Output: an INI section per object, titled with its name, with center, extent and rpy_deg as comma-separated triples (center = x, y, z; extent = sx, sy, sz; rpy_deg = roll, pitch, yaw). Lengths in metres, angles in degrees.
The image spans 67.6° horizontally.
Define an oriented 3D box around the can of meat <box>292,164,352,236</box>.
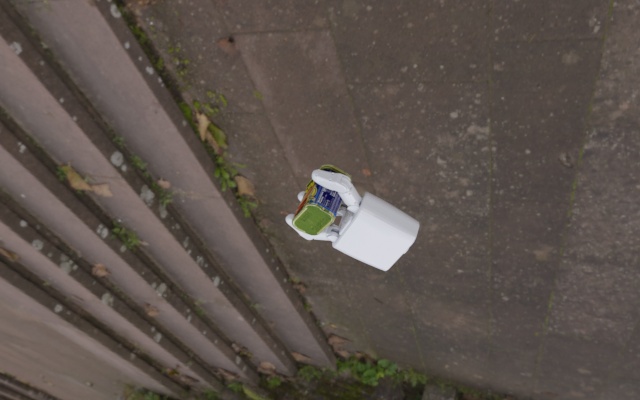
[can of meat]
center = 0.000, 0.003, 0.794
extent = 0.057, 0.084, 0.102
rpy_deg = 29, -33, -9
